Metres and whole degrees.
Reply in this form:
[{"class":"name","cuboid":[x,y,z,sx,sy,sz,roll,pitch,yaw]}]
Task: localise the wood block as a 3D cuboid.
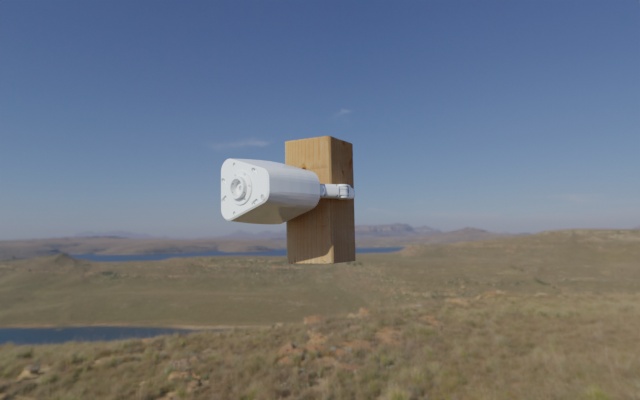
[{"class":"wood block","cuboid":[0.000,0.003,0.818,0.091,0.206,0.090,-3,-5,30]}]
